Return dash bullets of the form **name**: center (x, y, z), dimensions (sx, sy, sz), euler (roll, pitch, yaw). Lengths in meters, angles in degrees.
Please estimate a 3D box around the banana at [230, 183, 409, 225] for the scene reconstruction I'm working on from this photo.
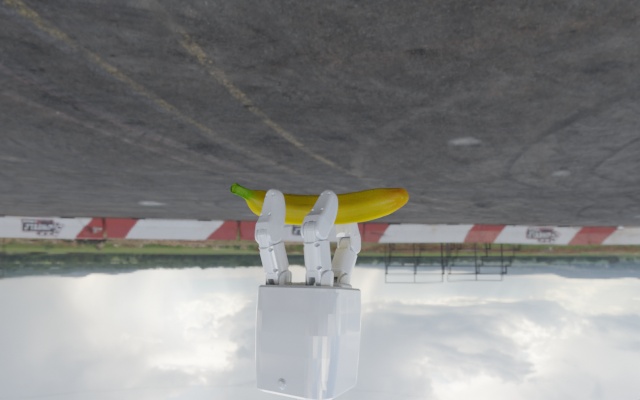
- **banana**: center (0.001, 0.007, 0.540), dimensions (0.198, 0.037, 0.070), euler (0, -15, 13)
